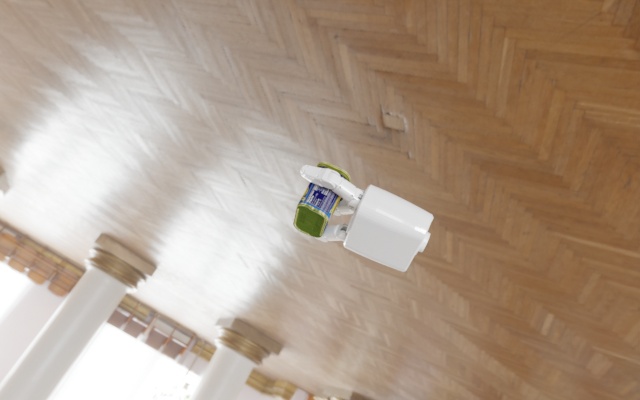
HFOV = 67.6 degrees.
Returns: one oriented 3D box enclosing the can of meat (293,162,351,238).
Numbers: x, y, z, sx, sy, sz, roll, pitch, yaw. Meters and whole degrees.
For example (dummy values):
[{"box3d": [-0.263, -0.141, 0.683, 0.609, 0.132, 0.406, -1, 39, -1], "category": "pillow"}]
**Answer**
[{"box3d": [0.000, 0.003, 0.755, 0.057, 0.084, 0.102, 25, -27, 5], "category": "can of meat"}]
